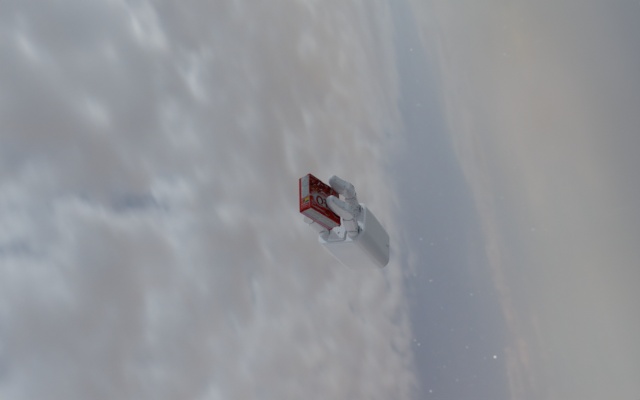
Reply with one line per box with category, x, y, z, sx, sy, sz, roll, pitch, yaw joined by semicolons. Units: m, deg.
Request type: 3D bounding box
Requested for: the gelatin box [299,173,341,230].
gelatin box;0.000;0.003;0.867;0.030;0.073;0.089;-26;-40;32
